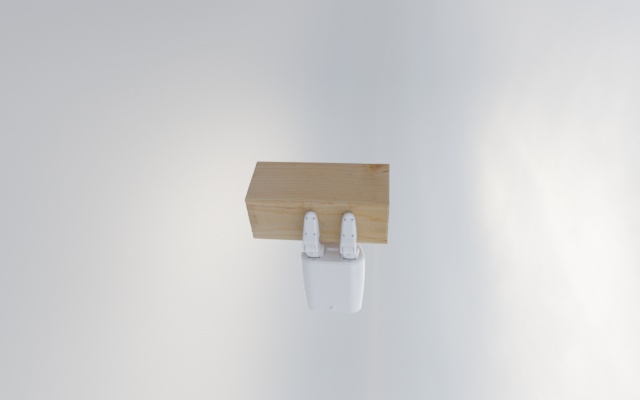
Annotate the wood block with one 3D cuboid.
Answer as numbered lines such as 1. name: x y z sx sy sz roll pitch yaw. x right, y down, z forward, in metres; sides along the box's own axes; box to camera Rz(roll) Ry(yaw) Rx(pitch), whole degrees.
1. wood block: 0.000 0.002 0.731 0.206 0.090 0.090 2 44 7
